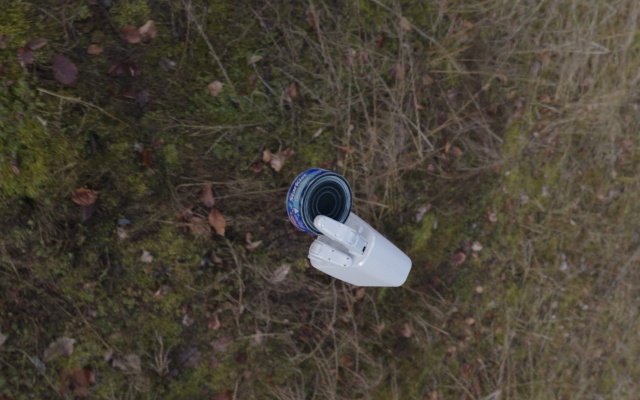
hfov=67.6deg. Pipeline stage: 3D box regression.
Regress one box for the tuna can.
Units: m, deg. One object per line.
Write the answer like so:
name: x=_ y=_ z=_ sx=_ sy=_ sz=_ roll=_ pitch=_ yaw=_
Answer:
tuna can: x=0.000 y=0.002 z=0.620 sx=0.086 sy=0.086 sz=0.033 roll=0 pitch=11 yaw=-36
